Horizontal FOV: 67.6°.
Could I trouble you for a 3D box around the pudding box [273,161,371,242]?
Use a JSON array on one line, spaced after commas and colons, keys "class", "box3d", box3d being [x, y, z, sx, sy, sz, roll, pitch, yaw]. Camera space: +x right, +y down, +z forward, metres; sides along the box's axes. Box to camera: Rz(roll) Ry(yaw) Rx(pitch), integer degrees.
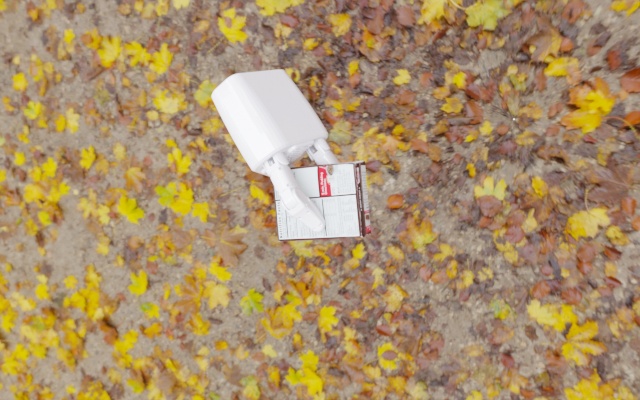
[{"class": "pudding box", "box3d": [0.000, 0.002, 0.574, 0.113, 0.090, 0.039, -4, 4, 25]}]
